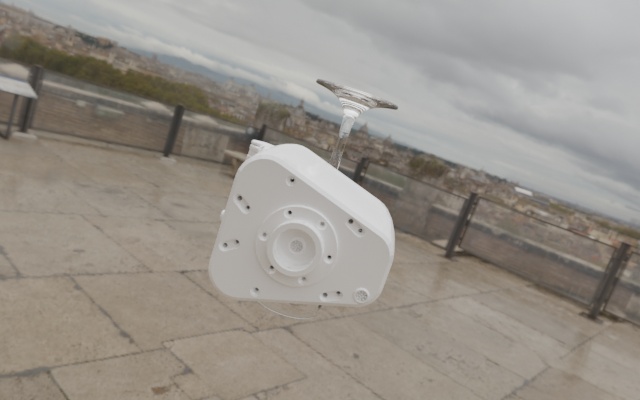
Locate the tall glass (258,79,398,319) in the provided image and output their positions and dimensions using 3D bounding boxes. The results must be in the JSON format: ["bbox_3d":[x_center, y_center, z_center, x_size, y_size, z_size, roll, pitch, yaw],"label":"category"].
[{"bbox_3d":[0.000,0.001,0.425,0.079,0.201,0.079,18,9,-3],"label":"tall glass"}]
